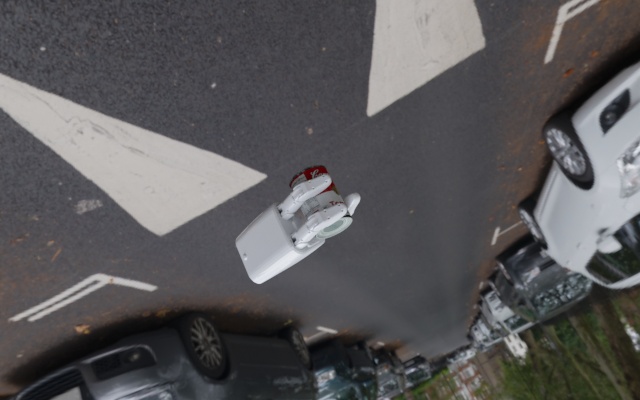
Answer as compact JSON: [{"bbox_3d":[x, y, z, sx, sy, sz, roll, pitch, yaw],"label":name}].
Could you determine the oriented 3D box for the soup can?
[{"bbox_3d":[0.001,0.002,0.772,0.068,0.102,0.068,-23,-23,-10],"label":"soup can"}]
